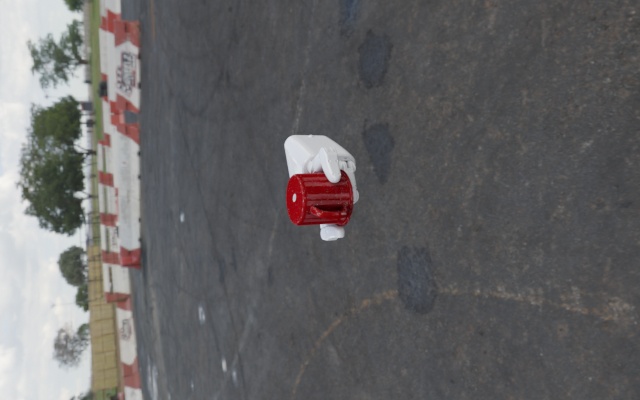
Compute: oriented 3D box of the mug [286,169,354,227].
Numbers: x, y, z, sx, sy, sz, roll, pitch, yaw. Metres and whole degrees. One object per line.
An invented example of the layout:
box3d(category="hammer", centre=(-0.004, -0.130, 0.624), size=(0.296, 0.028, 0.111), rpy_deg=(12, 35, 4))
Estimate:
box3d(category="mug", centre=(0.000, 0.003, 0.744), size=(0.081, 0.093, 0.117), rpy_deg=(-2, 26, -23))
